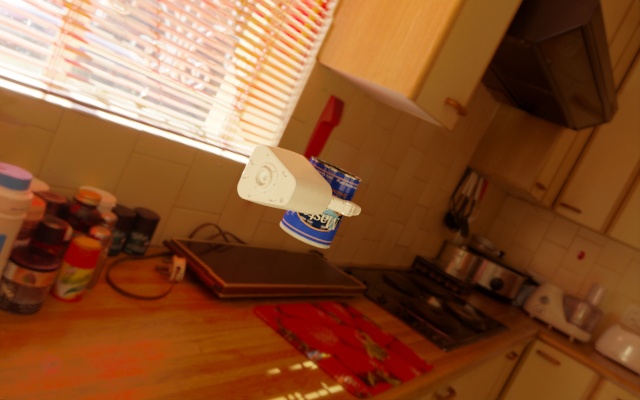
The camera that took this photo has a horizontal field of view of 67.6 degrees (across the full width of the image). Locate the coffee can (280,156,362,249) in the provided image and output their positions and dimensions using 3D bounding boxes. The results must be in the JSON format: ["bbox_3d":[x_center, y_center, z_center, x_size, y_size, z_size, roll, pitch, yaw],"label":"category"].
[{"bbox_3d":[0.000,0.003,0.879,0.103,0.140,0.103,25,8,-3],"label":"coffee can"}]
